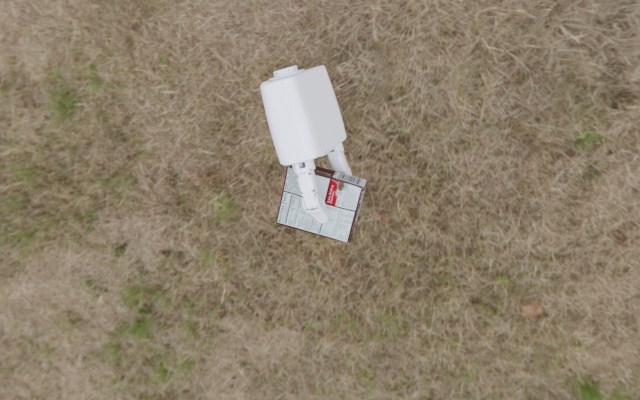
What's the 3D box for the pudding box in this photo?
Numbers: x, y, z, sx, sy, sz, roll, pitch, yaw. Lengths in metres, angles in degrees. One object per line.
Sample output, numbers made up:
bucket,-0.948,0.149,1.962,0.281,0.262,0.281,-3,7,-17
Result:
pudding box,0.000,0.002,0.675,0.113,0.090,0.039,16,21,7
